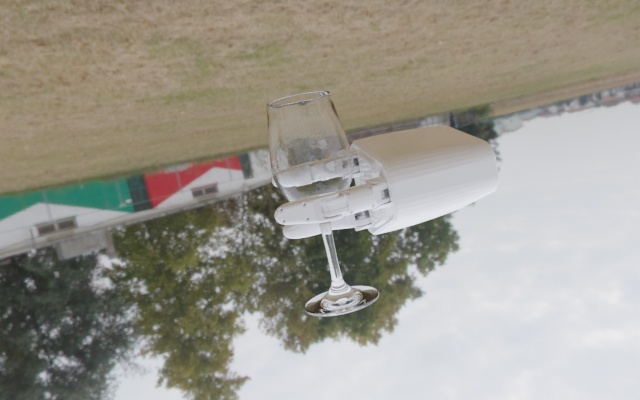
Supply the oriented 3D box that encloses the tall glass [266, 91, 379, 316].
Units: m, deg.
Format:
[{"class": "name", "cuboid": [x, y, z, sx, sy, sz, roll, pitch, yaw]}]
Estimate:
[{"class": "tall glass", "cuboid": [0.000, 0.002, 0.457, 0.079, 0.201, 0.079, -12, 6, 1]}]
